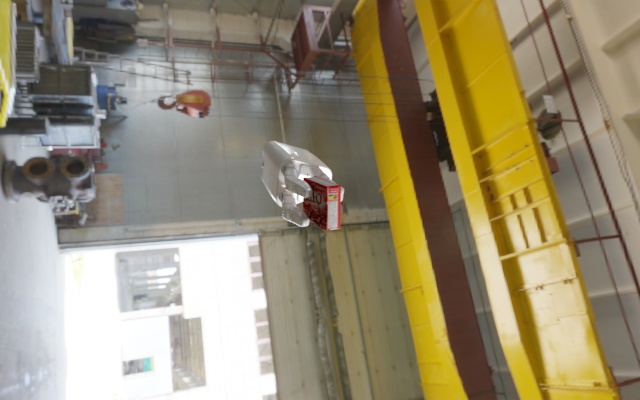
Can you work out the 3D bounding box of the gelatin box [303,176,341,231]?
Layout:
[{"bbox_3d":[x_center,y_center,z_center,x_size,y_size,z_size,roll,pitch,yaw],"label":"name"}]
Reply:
[{"bbox_3d":[0.001,0.003,0.795,0.030,0.073,0.089,-7,16,-28],"label":"gelatin box"}]
